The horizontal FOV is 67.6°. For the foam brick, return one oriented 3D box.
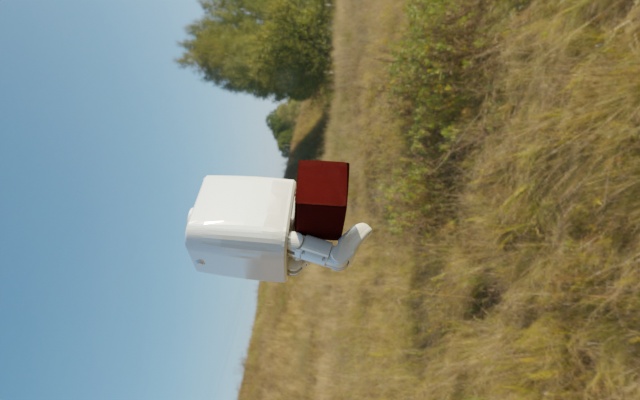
[{"bbox_3d":[0.000,0.001,0.492,0.051,0.053,0.078,5,-31,0],"label":"foam brick"}]
